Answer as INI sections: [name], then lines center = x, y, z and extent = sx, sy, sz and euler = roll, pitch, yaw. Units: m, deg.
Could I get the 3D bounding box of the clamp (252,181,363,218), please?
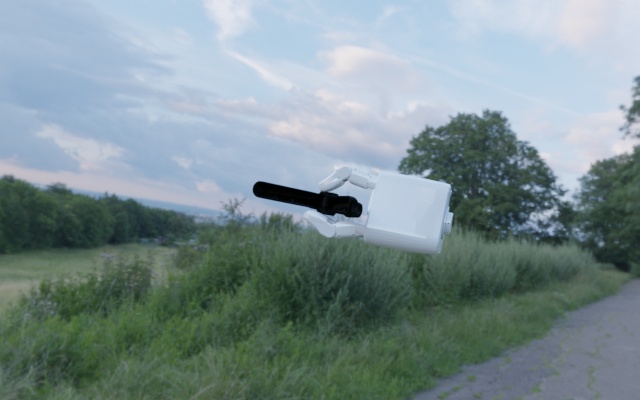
[clamp]
center = 0.001, 0.002, 0.756
extent = 0.164, 0.036, 0.210
euler = 11, -2, 18
